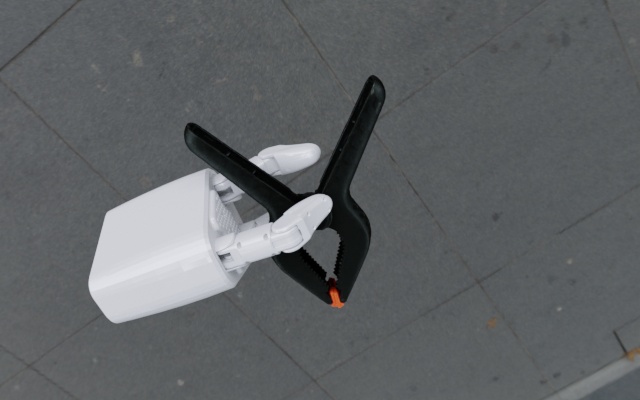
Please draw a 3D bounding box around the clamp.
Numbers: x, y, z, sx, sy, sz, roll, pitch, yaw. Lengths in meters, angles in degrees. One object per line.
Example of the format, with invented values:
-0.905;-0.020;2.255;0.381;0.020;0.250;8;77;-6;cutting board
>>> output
0.000;0.002;0.417;0.164;0.210;0.036;-20;25;7;clamp
